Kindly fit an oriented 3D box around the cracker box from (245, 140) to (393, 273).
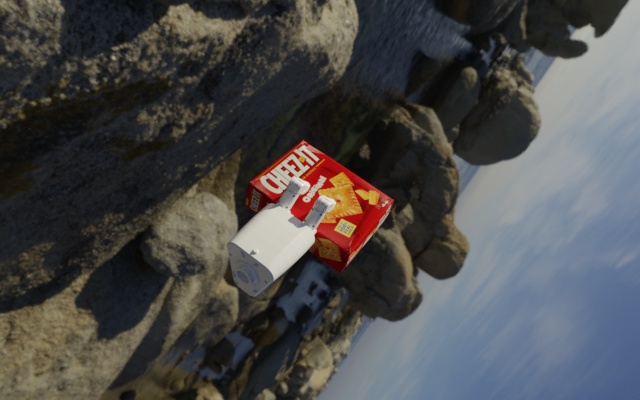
[{"bbox_3d":[0.000,0.003,0.855,0.213,0.072,0.164,35,49,13],"label":"cracker box"}]
